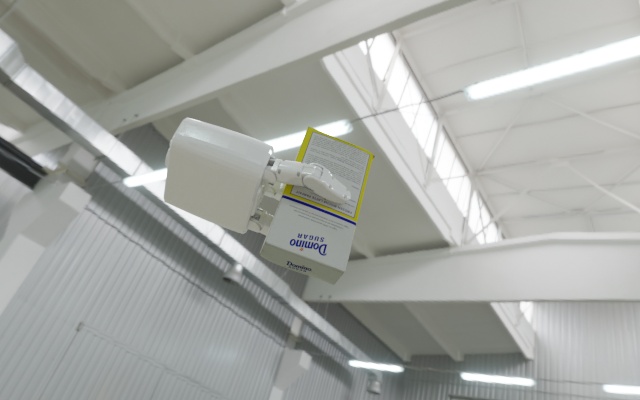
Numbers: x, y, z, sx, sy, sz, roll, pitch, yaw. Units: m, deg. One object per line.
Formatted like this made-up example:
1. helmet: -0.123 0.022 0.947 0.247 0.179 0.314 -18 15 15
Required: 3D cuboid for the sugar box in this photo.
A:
1. sugar box: 0.000 0.002 0.564 0.093 0.176 0.048 22 -33 -5
